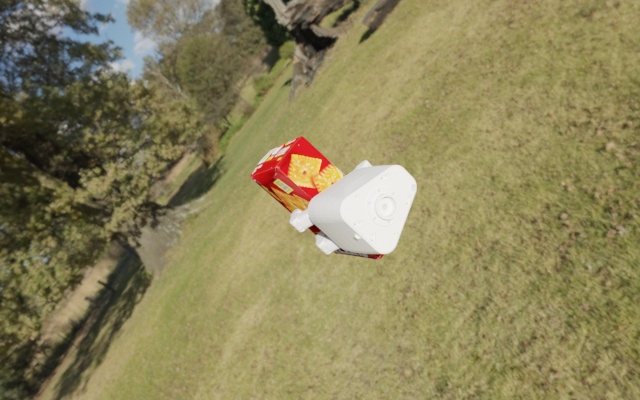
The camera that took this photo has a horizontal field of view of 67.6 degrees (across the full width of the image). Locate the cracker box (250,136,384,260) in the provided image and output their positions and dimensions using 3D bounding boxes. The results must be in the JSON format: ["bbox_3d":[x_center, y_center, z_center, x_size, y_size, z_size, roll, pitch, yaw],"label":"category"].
[{"bbox_3d":[0.000,0.002,0.764,0.214,0.072,0.164,43,-16,-16],"label":"cracker box"}]
